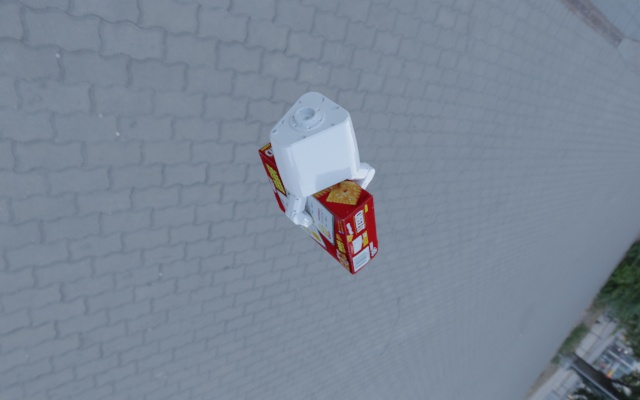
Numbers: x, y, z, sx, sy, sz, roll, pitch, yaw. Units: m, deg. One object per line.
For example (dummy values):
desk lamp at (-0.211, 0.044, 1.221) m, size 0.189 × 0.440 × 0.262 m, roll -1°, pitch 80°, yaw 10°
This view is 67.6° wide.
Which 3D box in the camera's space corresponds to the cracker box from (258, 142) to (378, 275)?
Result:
cracker box at (0.000, 0.003, 0.808) m, size 0.072 × 0.164 × 0.213 m, roll -38°, pitch 55°, yaw -18°
